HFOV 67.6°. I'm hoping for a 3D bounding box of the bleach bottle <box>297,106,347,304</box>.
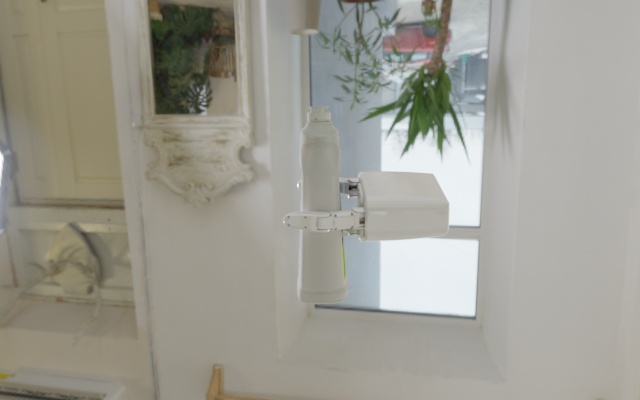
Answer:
[{"bbox_3d":[0.000,0.002,0.638,0.068,0.251,0.102,-1,11,-1],"label":"bleach bottle"}]
